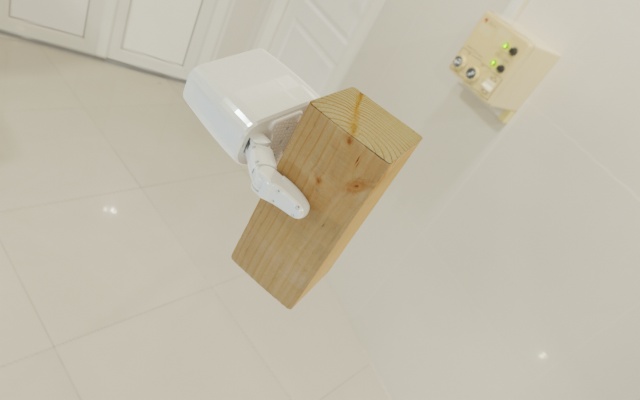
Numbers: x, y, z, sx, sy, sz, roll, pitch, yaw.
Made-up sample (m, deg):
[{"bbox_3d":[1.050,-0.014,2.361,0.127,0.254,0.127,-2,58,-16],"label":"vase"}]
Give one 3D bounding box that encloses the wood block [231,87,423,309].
[{"bbox_3d":[0.000,0.001,0.487,0.090,0.206,0.090,39,35,12],"label":"wood block"}]
